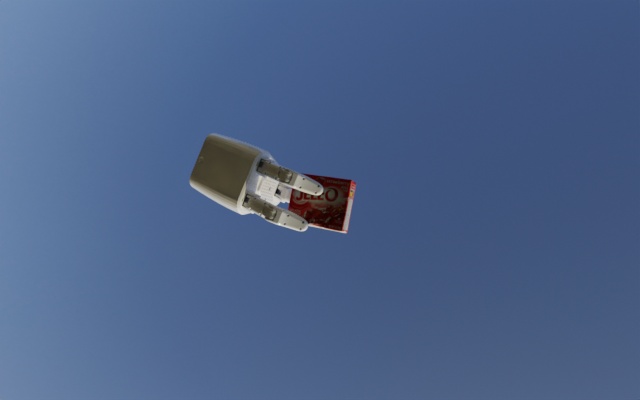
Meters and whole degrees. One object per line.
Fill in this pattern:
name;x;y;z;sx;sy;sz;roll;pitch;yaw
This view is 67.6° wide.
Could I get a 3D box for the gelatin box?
gelatin box;0.001;0.002;0.678;0.089;0.073;0.030;10;-5;20
